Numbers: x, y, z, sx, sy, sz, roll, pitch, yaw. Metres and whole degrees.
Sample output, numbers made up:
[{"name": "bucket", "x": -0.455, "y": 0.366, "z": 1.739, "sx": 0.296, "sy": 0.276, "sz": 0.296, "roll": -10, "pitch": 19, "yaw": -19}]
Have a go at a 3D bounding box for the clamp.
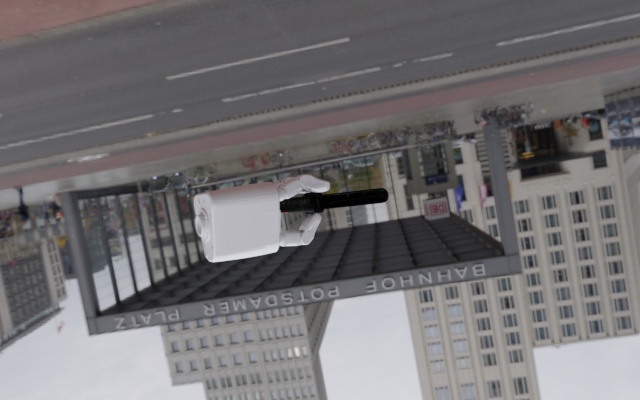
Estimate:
[{"name": "clamp", "x": 0.000, "y": 0.004, "z": 0.810, "sx": 0.164, "sy": 0.036, "sz": 0.210, "roll": -5, "pitch": 0, "yaw": -30}]
